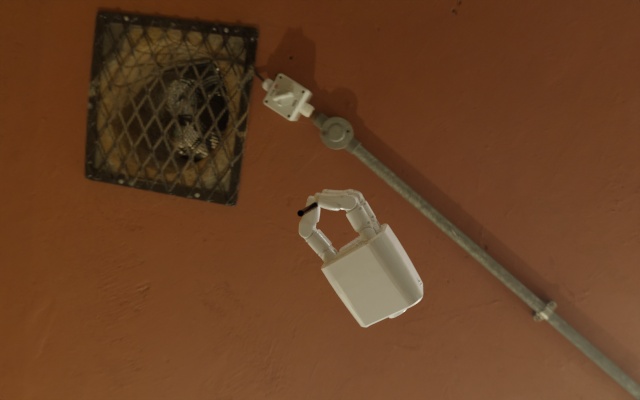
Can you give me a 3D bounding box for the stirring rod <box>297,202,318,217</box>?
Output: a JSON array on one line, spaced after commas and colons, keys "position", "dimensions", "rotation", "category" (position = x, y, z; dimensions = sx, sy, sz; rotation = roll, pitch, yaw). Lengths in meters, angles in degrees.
[{"position": [0.000, 0.002, 0.689], "dimensions": [0.011, 0.011, 0.239], "rotation": [0, 6, 12], "category": "stirring rod"}]
